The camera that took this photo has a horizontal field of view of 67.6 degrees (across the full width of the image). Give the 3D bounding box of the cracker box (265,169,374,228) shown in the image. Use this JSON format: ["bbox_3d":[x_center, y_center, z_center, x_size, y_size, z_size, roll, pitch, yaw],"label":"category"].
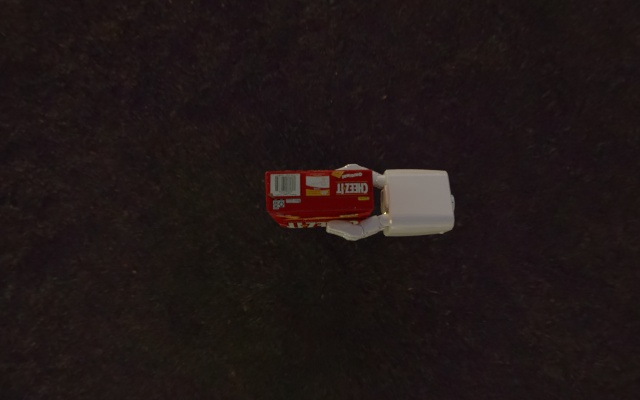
[{"bbox_3d":[0.000,0.002,0.815,0.164,0.072,0.214,-1,-9,0],"label":"cracker box"}]
